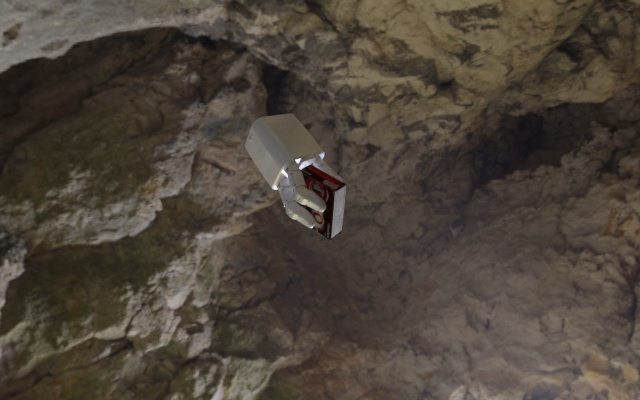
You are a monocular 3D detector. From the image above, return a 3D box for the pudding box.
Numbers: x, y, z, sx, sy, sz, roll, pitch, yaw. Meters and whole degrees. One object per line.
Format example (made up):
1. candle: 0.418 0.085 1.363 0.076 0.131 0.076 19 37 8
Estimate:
1. pudding box: 0.000 0.003 0.863 0.039 0.114 0.090 -31 48 -34
